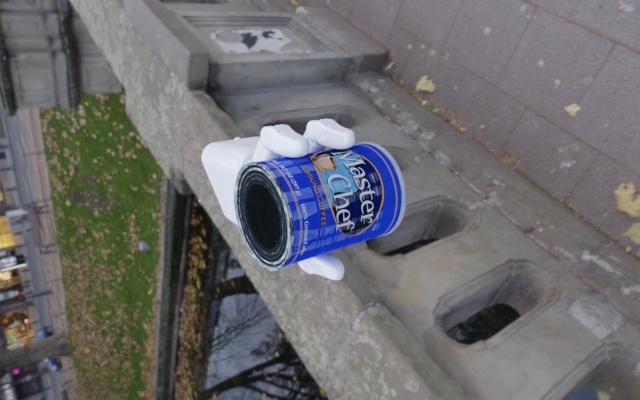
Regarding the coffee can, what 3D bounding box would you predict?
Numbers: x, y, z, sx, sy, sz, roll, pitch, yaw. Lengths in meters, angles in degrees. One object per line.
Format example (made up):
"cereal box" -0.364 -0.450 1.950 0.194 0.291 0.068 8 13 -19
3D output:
"coffee can" 0.000 0.002 0.476 0.140 0.103 0.103 -14 8 -35
